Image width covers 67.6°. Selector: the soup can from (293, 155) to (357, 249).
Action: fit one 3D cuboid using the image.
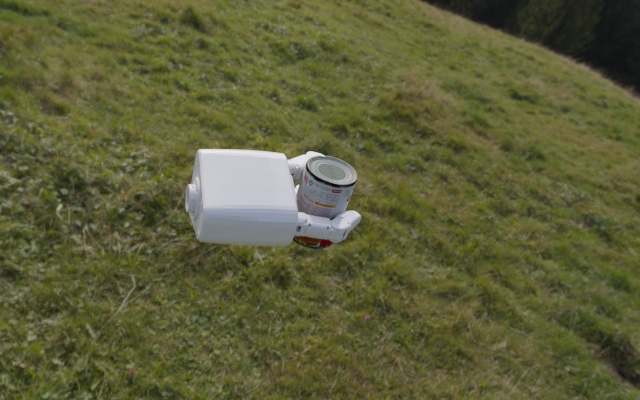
[{"bbox_3d":[0.001,0.002,0.608,0.068,0.102,0.068,13,33,-9],"label":"soup can"}]
